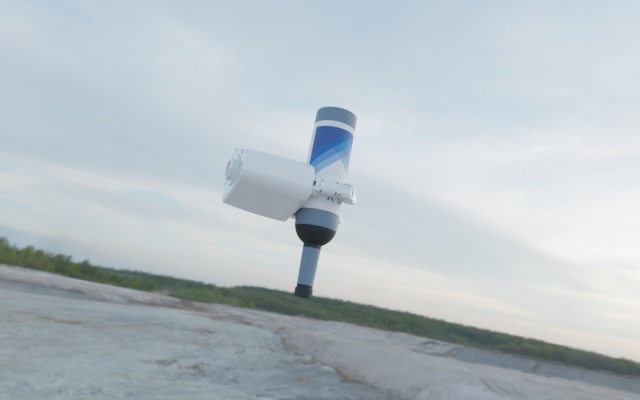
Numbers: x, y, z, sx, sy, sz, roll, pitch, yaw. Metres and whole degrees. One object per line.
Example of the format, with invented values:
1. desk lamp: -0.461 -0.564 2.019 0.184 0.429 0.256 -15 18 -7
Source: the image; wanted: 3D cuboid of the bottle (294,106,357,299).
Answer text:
1. bottle: 0.000 0.002 0.741 0.069 0.295 0.069 10 -13 2
